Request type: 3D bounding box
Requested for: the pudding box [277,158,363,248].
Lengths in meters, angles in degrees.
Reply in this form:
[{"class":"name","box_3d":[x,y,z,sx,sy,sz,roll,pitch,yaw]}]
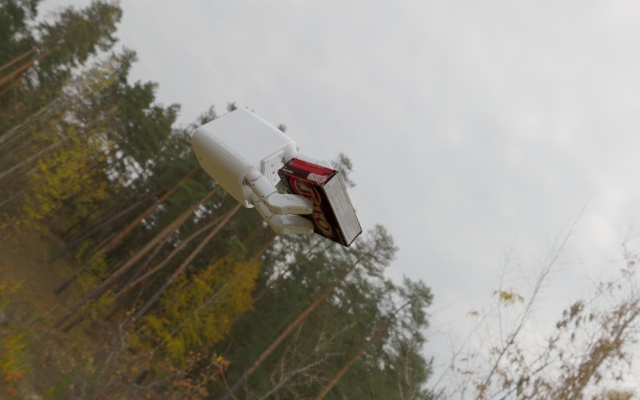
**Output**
[{"class":"pudding box","box_3d":[0.000,0.002,0.643,0.090,0.114,0.039,22,58,45]}]
